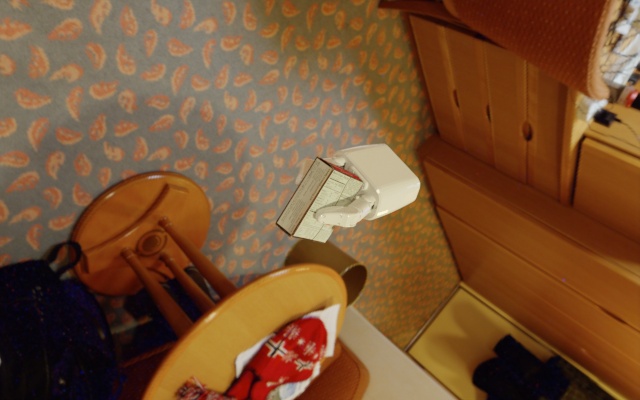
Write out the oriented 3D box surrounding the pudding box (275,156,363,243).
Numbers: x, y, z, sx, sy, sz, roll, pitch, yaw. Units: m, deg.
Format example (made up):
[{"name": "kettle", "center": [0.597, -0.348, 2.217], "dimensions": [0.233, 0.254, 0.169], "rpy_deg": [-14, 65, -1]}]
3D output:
[{"name": "pudding box", "center": [0.000, 0.002, 0.669], "dimensions": [0.039, 0.113, 0.090], "rpy_deg": [36, 9, 33]}]
